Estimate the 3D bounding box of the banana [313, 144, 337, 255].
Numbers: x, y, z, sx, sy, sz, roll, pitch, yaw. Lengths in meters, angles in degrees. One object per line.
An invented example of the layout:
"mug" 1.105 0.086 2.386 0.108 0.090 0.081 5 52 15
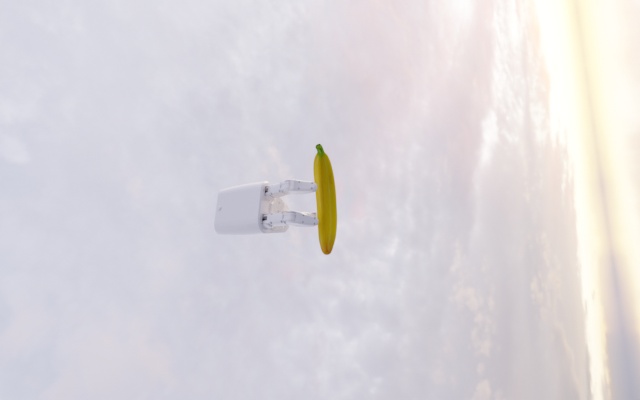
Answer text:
"banana" 0.006 -0.002 0.873 0.037 0.198 0.069 -5 4 20
